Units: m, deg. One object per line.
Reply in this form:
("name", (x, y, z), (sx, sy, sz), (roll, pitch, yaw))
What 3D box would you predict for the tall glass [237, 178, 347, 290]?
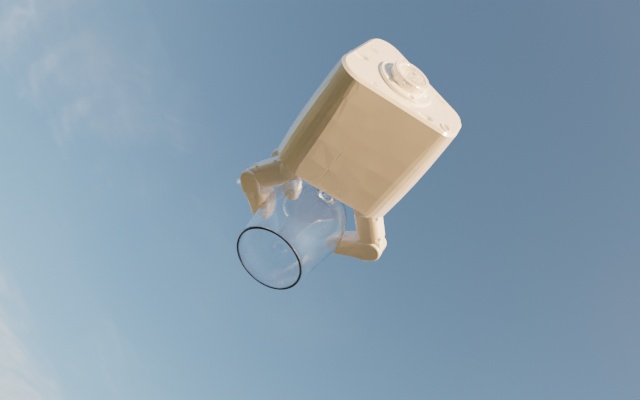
("tall glass", (0.000, 0.001, 0.466), (0.079, 0.079, 0.201), (0, 28, 30))
